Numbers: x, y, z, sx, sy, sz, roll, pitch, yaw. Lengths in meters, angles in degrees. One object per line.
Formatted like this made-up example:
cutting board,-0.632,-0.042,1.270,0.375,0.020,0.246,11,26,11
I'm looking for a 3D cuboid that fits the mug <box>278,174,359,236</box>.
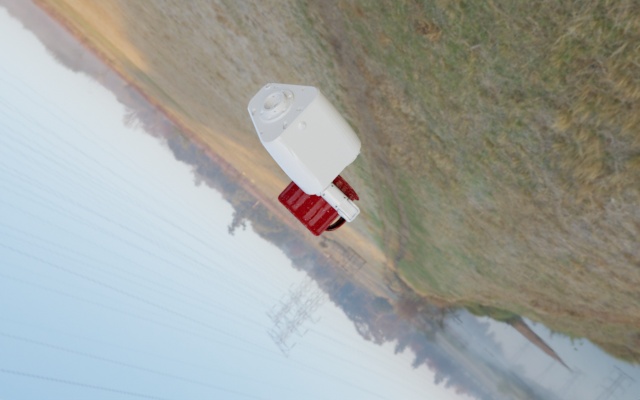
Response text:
mug,0.001,0.003,0.685,0.093,0.081,0.117,40,-5,47
